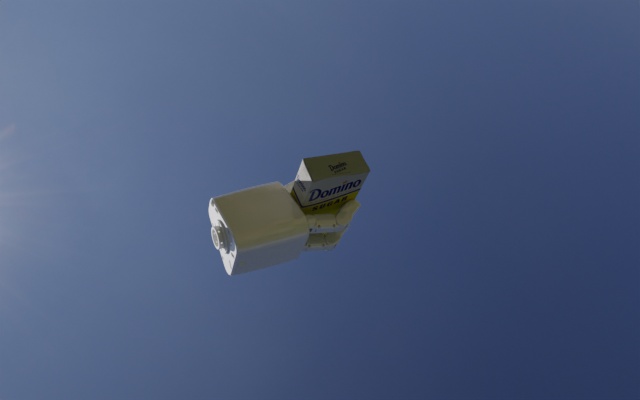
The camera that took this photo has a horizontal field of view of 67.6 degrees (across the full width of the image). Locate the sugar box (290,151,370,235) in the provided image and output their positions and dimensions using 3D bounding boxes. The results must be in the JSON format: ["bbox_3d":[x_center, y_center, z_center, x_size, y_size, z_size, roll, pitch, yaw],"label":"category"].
[{"bbox_3d":[0.000,0.003,0.715,0.093,0.048,0.176,-11,-29,-25],"label":"sugar box"}]
